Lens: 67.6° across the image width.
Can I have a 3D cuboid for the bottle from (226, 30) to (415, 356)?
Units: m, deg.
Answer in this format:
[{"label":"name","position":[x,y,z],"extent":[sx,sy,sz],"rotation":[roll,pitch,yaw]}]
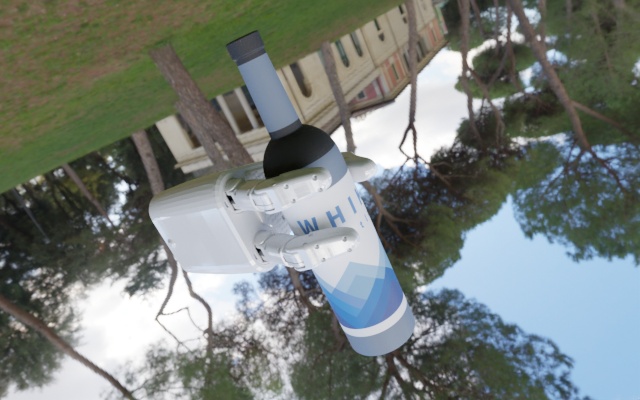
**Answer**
[{"label":"bottle","position":[0.000,0.002,0.411],"extent":[0.069,0.296,0.069],"rotation":[-22,20,9]}]
